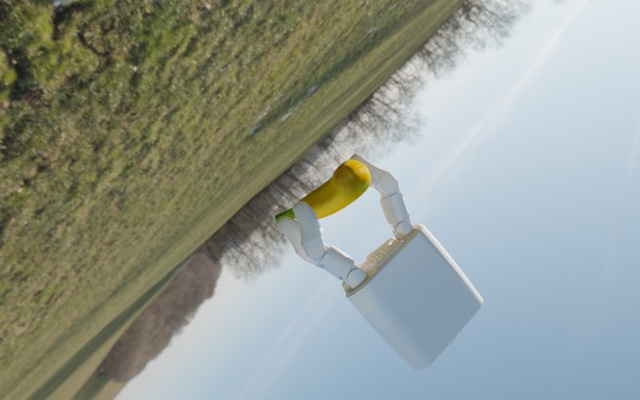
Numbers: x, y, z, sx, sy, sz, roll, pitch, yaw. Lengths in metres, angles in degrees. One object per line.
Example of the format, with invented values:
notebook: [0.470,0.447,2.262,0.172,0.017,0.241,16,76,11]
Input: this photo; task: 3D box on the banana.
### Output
banana: [0.013,-0.006,0.501,0.069,0.037,0.198,-31,-2,-27]
